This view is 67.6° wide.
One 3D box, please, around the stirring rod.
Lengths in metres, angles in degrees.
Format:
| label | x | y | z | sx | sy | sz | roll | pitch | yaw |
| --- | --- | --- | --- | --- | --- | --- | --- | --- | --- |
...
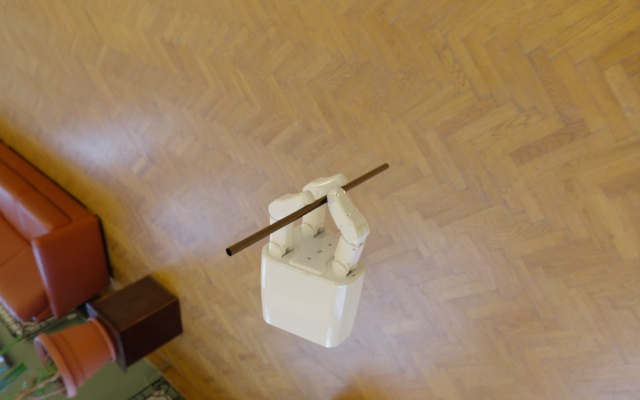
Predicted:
| label | x | y | z | sx | sy | sz | roll | pitch | yaw |
| --- | --- | --- | --- | --- | --- | --- | --- | --- | --- |
| stirring rod | 0.000 | 0.002 | 0.487 | 0.011 | 0.011 | 0.239 | 0 | 21 | 44 |
